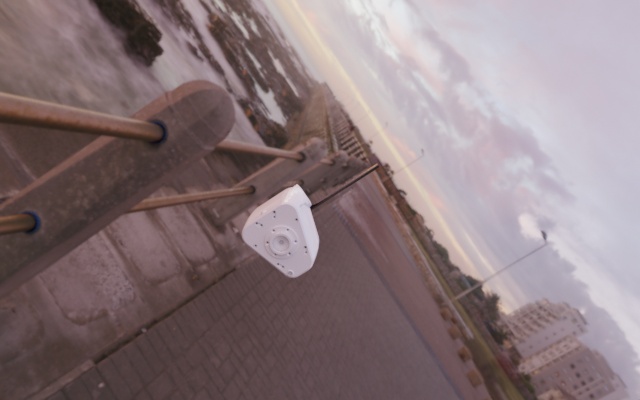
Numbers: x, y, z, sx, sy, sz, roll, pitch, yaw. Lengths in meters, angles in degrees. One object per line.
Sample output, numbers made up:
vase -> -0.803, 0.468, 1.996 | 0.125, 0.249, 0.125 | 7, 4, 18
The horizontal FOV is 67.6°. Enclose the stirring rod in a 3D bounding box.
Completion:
stirring rod -> 0.000, 0.003, 0.845 | 0.239, 0.011, 0.011 | -33, -5, 8
